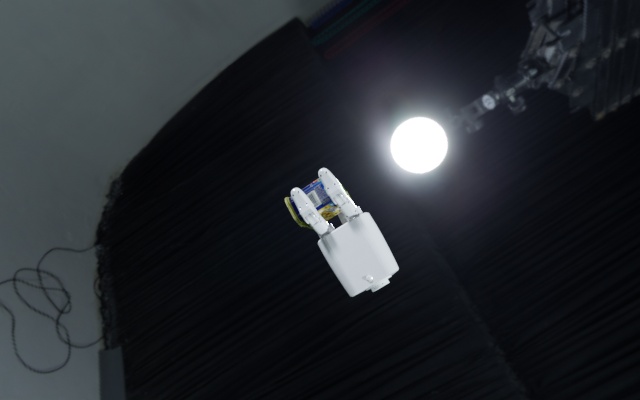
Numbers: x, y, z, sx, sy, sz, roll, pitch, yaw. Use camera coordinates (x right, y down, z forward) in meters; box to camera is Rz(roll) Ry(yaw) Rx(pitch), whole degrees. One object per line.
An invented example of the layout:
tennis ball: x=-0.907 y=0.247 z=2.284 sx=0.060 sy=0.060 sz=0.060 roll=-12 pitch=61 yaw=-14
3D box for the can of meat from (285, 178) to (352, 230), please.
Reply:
can of meat: x=0.000 y=0.002 z=0.816 sx=0.084 sy=0.057 sz=0.102 roll=-32 pitch=-17 yaw=12
